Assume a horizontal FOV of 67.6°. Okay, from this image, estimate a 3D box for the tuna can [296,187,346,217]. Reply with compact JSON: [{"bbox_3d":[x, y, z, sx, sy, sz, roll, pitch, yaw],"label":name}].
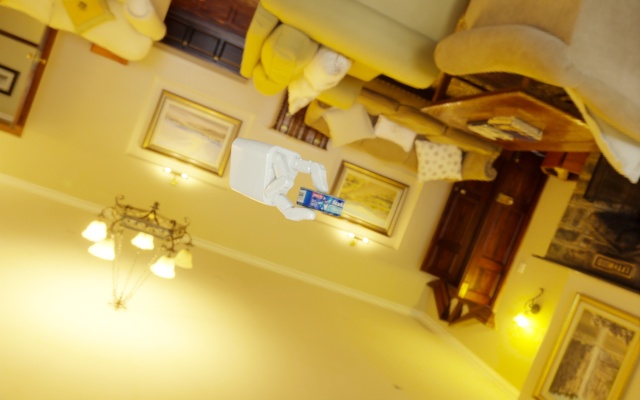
[{"bbox_3d":[0.000,0.003,0.864,0.086,0.034,0.086,17,-1,0],"label":"tuna can"}]
